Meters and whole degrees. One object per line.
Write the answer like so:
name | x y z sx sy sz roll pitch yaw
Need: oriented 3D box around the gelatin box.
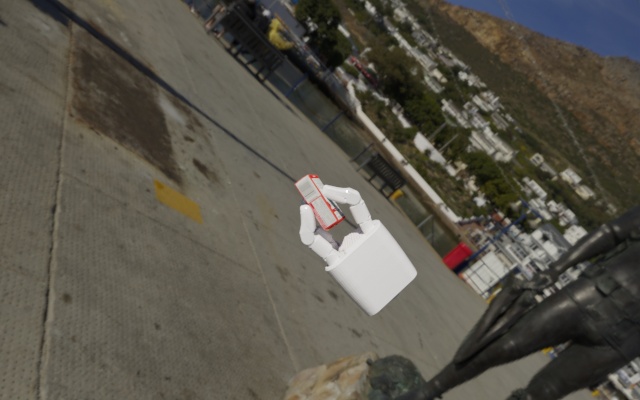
gelatin box | 0.000 0.002 0.759 0.030 0.089 0.073 -34 -3 10
